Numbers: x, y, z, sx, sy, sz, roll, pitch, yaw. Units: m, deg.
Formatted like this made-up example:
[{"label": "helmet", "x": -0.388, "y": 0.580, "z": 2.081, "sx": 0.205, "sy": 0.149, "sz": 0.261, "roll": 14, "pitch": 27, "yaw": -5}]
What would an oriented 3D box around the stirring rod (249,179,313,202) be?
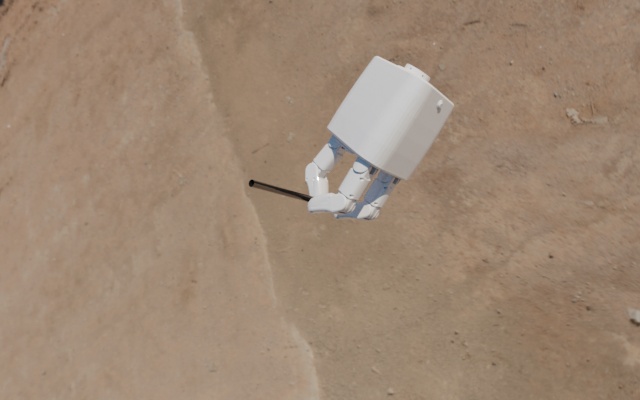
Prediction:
[{"label": "stirring rod", "x": 0.000, "y": 0.002, "z": 0.589, "sx": 0.011, "sy": 0.011, "sz": 0.239, "roll": 0, "pitch": -10, "yaw": 37}]
